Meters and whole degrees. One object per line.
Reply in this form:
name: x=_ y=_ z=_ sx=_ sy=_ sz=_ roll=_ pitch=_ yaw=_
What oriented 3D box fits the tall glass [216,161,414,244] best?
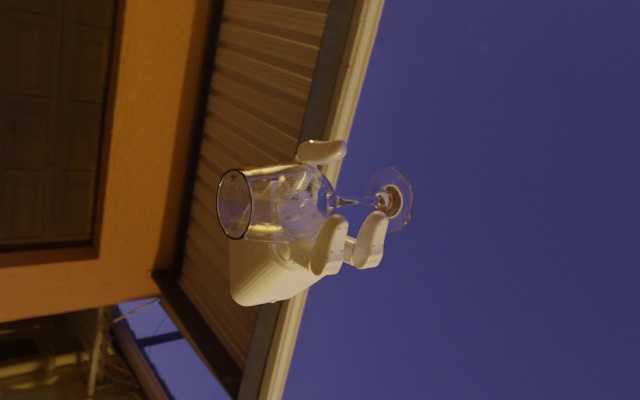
tall glass: x=0.001 y=0.001 z=0.475 sx=0.201 sy=0.079 sz=0.079 roll=-1 pitch=1 yaw=-41
